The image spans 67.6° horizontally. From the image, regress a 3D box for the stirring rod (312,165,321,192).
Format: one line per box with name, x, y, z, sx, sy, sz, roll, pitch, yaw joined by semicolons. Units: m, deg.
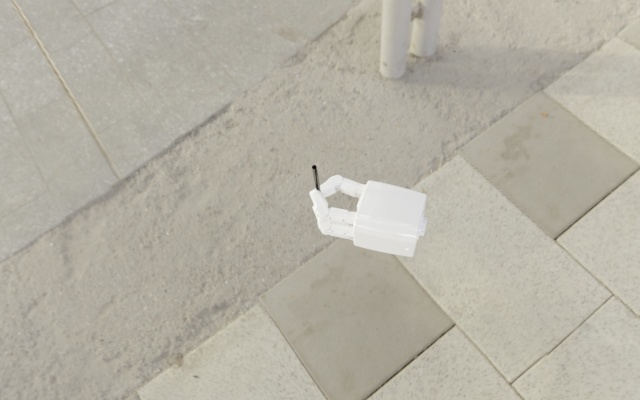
stirring rod;0.000;0.003;0.870;0.011;0.011;0.240;0;-28;5
